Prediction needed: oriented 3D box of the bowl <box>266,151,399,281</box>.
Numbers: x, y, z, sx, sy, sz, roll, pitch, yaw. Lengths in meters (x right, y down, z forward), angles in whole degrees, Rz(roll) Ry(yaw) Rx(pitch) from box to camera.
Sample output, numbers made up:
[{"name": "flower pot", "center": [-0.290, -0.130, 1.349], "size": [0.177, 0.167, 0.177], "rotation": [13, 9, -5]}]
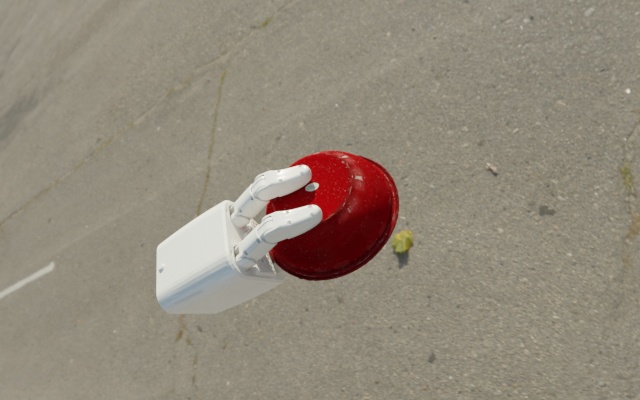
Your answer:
[{"name": "bowl", "center": [0.001, 0.001, 0.515], "size": [0.162, 0.162, 0.055], "rotation": [0, -31, 26]}]
